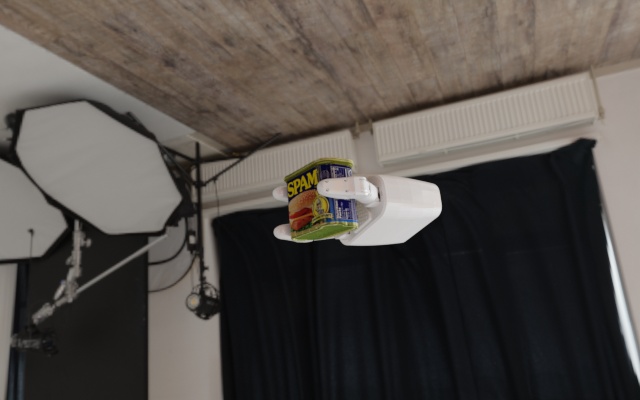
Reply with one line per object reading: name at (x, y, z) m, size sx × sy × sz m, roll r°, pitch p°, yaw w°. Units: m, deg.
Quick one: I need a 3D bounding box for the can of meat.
can of meat at (0.000, 0.002, 0.603) m, size 0.057 × 0.084 × 0.102 m, roll 4°, pitch -17°, yaw -36°
